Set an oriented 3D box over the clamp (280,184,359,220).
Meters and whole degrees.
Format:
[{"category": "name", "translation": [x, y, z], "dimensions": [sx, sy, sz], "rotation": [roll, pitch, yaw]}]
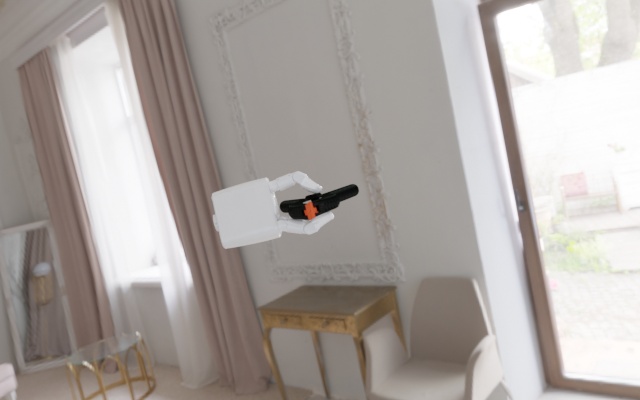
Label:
[{"category": "clamp", "translation": [0.000, 0.002, 0.887], "dimensions": [0.164, 0.036, 0.210], "rotation": [-15, 5, -1]}]
